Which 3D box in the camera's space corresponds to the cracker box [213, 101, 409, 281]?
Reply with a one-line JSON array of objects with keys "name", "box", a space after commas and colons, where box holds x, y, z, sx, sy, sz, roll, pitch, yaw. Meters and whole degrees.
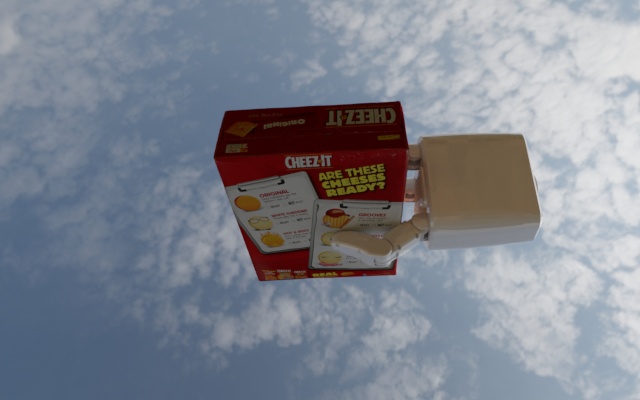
[{"name": "cracker box", "box": [0.000, 0.002, 0.492, 0.164, 0.072, 0.214, -3, -38, 4]}]
